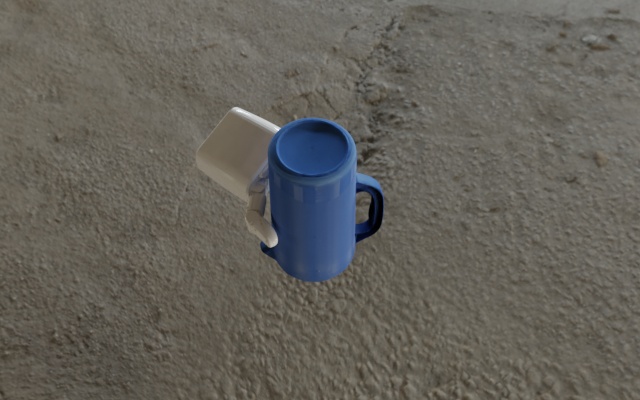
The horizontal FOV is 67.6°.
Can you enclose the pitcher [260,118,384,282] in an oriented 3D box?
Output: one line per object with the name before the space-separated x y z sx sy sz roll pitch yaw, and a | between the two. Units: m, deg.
pitcher | 0.000 0.002 0.668 0.145 0.149 0.243 31 -29 19
